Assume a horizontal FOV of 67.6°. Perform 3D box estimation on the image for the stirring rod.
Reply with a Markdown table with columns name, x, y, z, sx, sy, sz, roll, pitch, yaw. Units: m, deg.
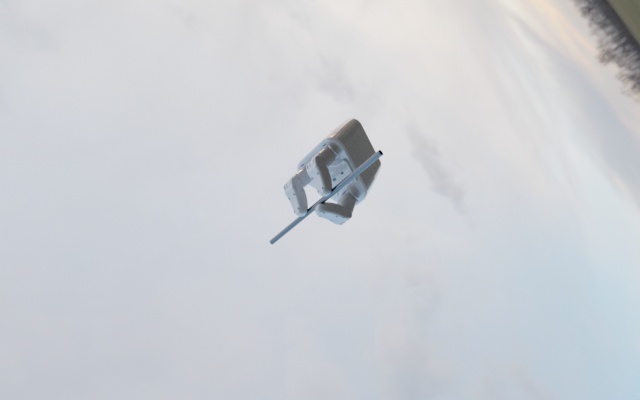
| name | x | y | z | sx | sy | sz | roll | pitch | yaw |
| --- | --- | --- | --- | --- | --- | --- | --- | --- | --- |
| stirring rod | 0.000 | 0.002 | 0.668 | 0.011 | 0.011 | 0.240 | 0 | -31 | -47 |
